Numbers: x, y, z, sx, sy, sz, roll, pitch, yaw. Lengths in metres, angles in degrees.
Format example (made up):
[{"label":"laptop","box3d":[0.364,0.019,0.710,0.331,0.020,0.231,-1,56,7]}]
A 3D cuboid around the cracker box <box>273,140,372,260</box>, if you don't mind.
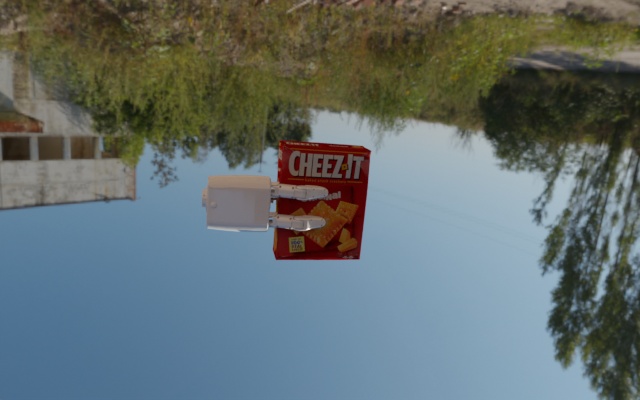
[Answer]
[{"label":"cracker box","box3d":[0.000,0.003,0.887,0.164,0.214,0.072,2,13,-12]}]
